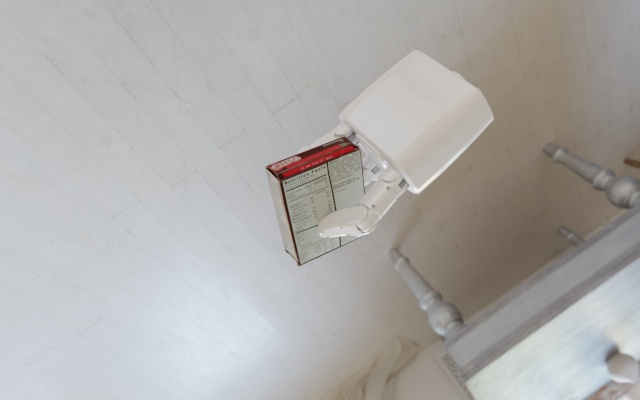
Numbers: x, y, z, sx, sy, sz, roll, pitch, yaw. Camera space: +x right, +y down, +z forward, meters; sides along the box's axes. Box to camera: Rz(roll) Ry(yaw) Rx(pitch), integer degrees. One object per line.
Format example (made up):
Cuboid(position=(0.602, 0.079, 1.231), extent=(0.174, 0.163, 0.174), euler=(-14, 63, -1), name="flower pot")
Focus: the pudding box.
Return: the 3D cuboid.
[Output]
Cuboid(position=(0.000, 0.002, 0.490), extent=(0.090, 0.114, 0.039), euler=(-22, 35, -18), name="pudding box")
